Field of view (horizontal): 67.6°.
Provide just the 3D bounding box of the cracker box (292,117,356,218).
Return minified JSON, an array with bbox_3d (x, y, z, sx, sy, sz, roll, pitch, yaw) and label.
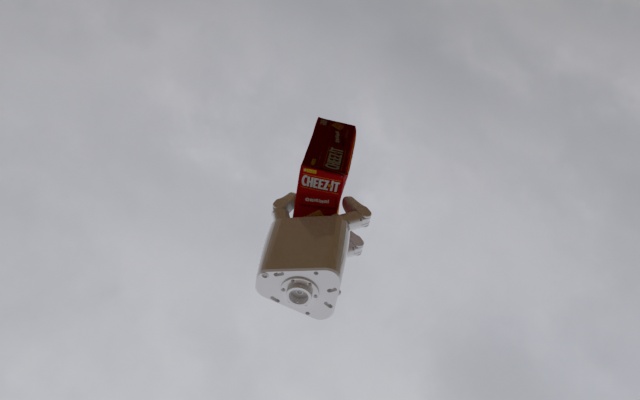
[{"bbox_3d":[0.000,0.003,0.753,0.072,0.214,0.164,12,34,1],"label":"cracker box"}]
